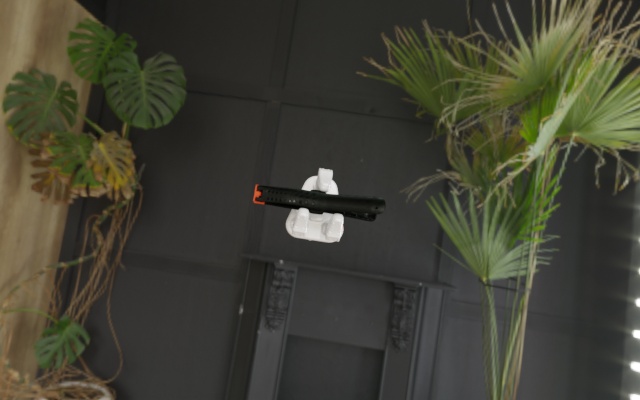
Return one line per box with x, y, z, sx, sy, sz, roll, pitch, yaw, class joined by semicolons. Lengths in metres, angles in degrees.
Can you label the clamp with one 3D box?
0.000;0.002;0.746;0.210;0.036;0.164;9;-7;-4;clamp
